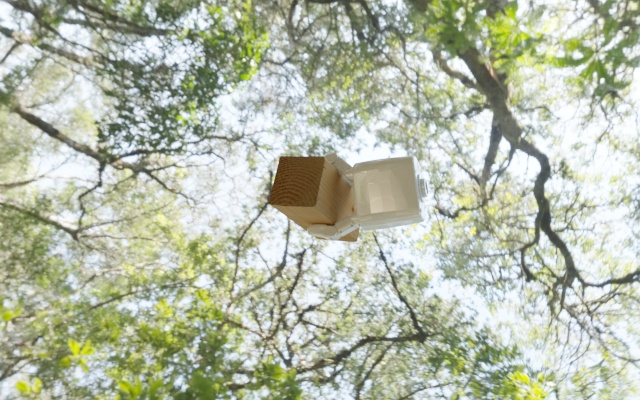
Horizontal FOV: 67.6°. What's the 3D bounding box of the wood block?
[{"bbox_3d":[0.000,0.003,0.870,0.090,0.090,0.206,3,-19,26],"label":"wood block"}]
